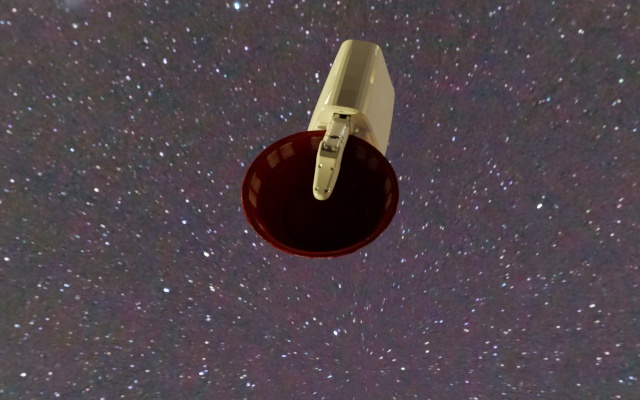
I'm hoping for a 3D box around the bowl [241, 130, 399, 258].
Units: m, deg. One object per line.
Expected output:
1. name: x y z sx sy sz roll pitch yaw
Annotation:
1. bowl: -0.001 0.003 0.509 0.162 0.162 0.055 0 -35 1
